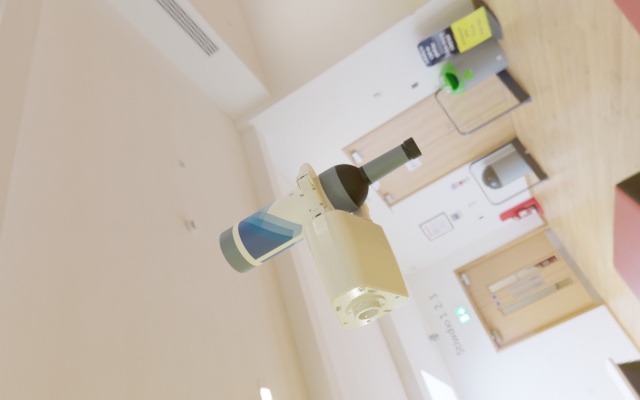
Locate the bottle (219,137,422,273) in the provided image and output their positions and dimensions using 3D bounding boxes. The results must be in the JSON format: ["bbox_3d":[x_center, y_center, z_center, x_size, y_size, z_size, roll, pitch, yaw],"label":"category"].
[{"bbox_3d":[0.000,0.002,0.645,0.296,0.069,0.069,-30,-8,14],"label":"bottle"}]
